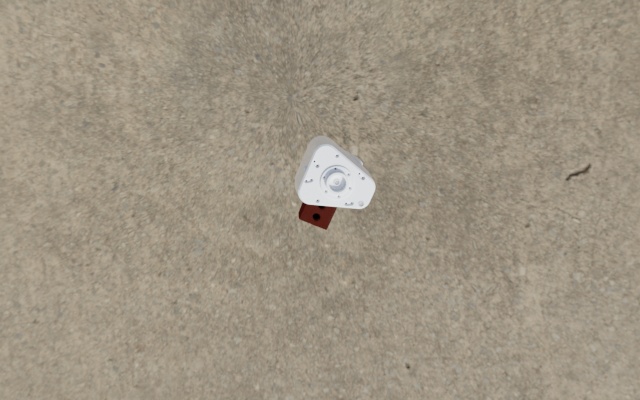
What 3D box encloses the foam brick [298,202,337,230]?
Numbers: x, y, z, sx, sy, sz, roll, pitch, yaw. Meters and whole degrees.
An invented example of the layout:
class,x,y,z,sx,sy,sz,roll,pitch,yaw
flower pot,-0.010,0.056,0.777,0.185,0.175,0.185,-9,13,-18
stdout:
class,x,y,z,sx,sy,sz,roll,pitch,yaw
foam brick,0.000,0.003,0.820,0.053,0.078,0.051,22,10,-8
